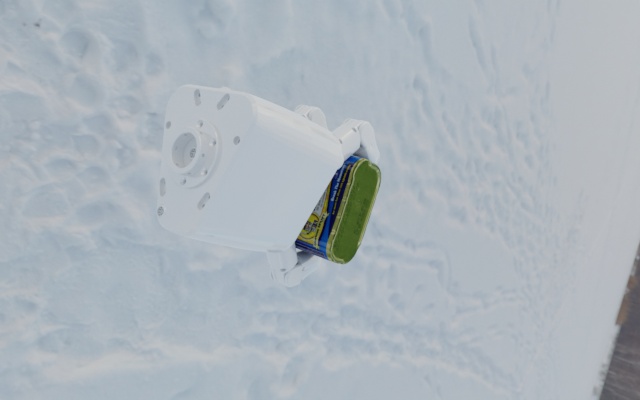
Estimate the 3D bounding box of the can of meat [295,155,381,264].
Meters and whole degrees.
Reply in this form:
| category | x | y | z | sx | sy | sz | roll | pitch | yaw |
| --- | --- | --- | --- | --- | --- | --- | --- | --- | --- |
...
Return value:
| category | x | y | z | sx | sy | sz | roll | pitch | yaw |
| --- | --- | --- | --- | --- | --- | --- | --- | --- | --- |
| can of meat | 0.000 | 0.002 | 0.449 | 0.084 | 0.102 | 0.057 | 17 | -2 | 34 |
